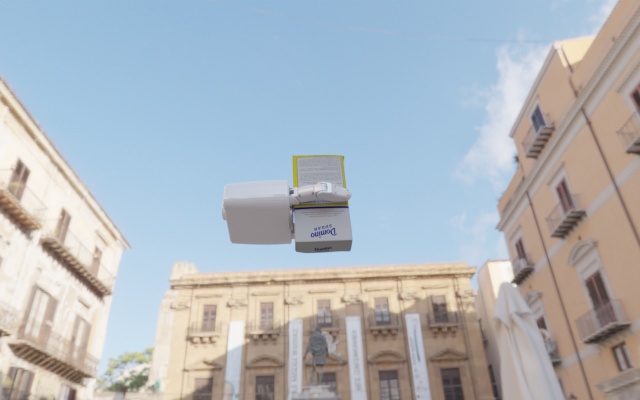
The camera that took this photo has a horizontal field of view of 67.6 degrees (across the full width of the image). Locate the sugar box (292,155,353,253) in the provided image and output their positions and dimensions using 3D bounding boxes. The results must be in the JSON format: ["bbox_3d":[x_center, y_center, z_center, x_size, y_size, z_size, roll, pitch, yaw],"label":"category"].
[{"bbox_3d":[0.000,0.003,0.807,0.093,0.176,0.048,-1,-32,-3],"label":"sugar box"}]
